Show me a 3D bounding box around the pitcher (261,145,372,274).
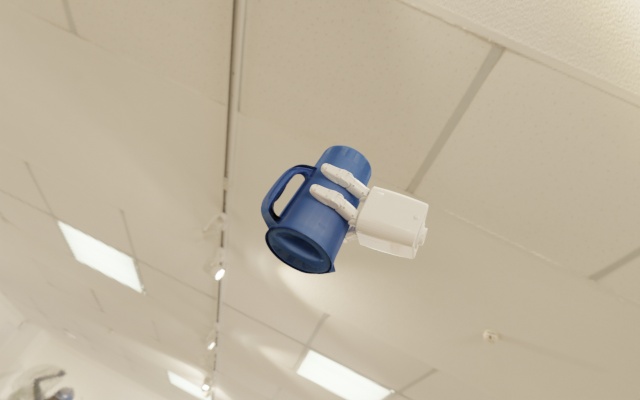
[{"bbox_3d":[0.000,0.003,0.900,0.145,0.242,0.149,17,-36,18],"label":"pitcher"}]
